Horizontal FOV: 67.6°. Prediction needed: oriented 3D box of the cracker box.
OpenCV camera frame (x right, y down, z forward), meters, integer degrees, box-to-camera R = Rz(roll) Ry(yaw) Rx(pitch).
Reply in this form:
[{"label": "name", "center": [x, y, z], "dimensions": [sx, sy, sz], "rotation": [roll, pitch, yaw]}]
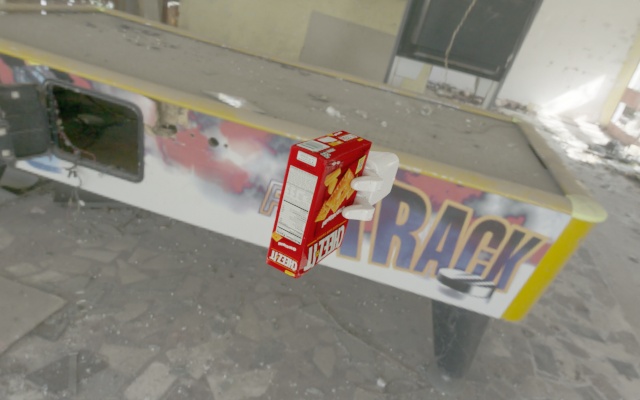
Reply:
[{"label": "cracker box", "center": [0.000, 0.002, 0.798], "dimensions": [0.072, 0.214, 0.164], "rotation": [25, 26, 23]}]
